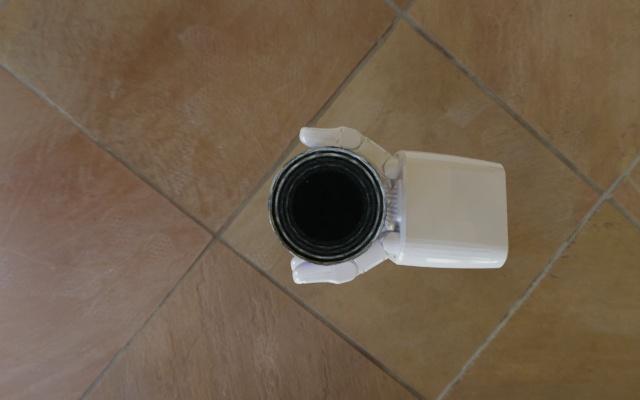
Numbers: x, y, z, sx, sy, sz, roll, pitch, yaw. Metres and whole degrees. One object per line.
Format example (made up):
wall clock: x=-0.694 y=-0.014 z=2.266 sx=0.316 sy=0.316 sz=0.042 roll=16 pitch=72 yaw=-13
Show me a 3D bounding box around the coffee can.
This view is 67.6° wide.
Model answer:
coffee can: x=0.000 y=0.001 z=0.474 sx=0.103 sy=0.103 sz=0.140 roll=0 pitch=3 yaw=-5
